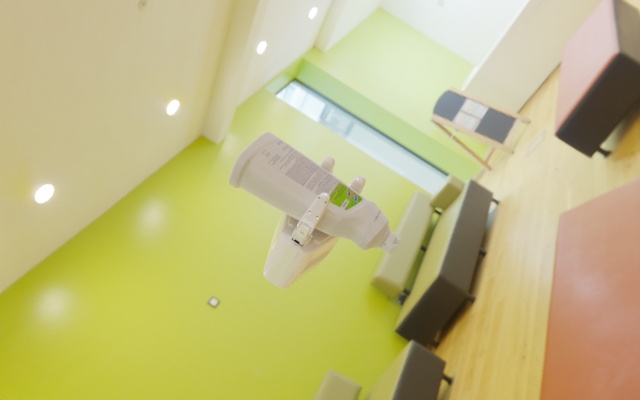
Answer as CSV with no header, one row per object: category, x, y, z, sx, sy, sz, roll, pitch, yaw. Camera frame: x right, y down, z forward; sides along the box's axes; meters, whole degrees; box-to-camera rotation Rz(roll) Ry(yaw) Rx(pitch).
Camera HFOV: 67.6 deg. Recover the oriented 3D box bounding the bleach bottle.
bleach bottle,0.000,0.002,0.687,0.251,0.068,0.102,33,41,3
